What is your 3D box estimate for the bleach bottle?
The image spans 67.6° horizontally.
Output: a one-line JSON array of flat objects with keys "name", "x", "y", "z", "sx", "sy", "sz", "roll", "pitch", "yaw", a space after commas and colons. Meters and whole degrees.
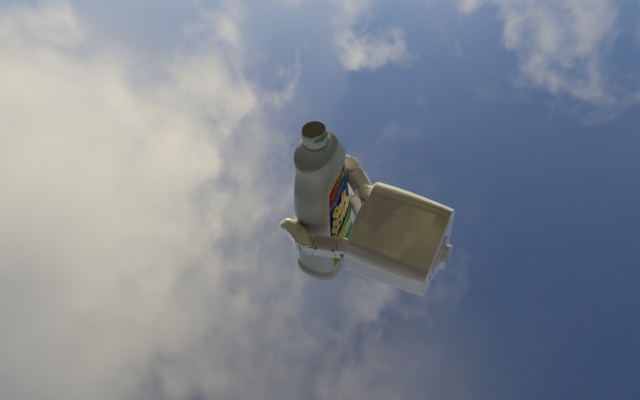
[{"name": "bleach bottle", "x": 0.000, "y": 0.002, "z": 0.640, "sx": 0.068, "sy": 0.102, "sz": 0.251, "roll": 20, "pitch": -33, "yaw": 21}]
